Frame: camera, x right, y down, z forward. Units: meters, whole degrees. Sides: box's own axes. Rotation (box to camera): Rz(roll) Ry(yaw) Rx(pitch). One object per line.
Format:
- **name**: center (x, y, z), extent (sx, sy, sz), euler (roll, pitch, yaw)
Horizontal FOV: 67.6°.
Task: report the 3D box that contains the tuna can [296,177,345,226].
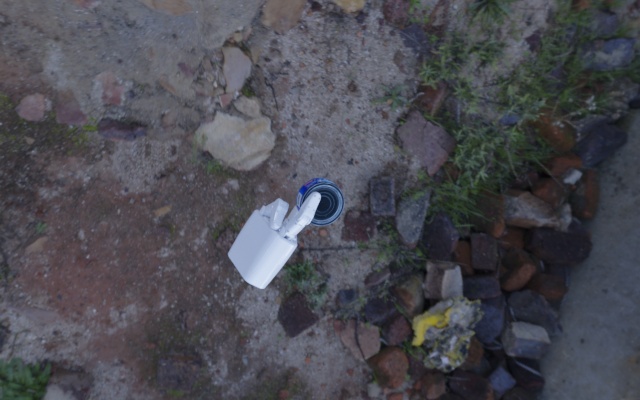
- **tuna can**: center (0.000, 0.003, 0.878), extent (0.086, 0.086, 0.033), euler (0, 16, -17)
